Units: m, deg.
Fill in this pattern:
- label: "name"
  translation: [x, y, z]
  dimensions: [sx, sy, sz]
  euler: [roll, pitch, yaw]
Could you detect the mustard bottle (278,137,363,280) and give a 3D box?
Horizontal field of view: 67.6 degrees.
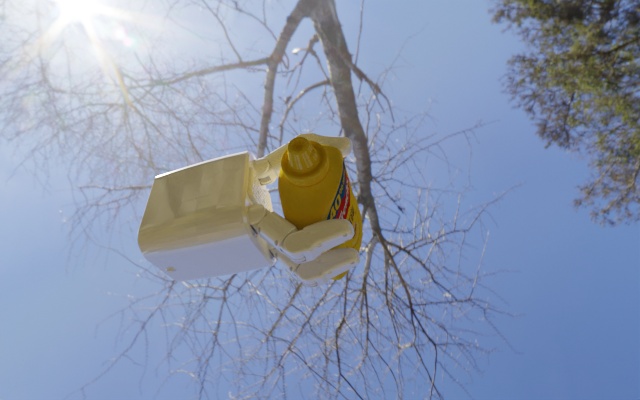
- label: "mustard bottle"
  translation: [0.000, 0.002, 0.467]
  dimensions: [0.058, 0.096, 0.192]
  euler: [9, -27, 18]
